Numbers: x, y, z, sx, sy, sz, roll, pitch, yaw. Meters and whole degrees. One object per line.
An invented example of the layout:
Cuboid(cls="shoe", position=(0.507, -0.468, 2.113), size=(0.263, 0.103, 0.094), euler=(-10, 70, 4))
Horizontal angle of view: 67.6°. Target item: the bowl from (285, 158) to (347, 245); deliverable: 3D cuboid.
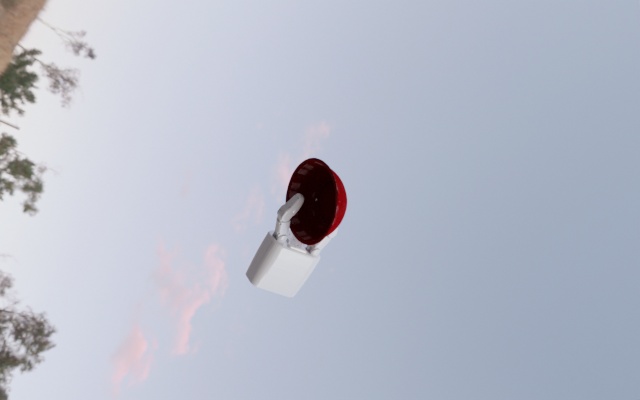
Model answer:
Cuboid(cls="bowl", position=(0.001, 0.002, 0.892), size=(0.055, 0.162, 0.162), euler=(3, -2, -37))
